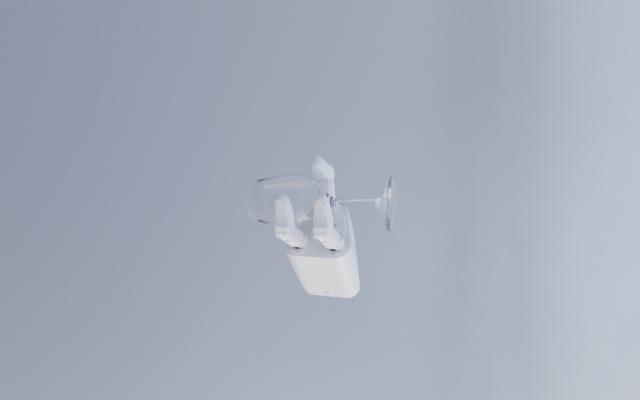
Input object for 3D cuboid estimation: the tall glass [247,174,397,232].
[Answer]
[{"bbox_3d":[0.001,0.002,0.666,0.201,0.079,0.079,2,0,20],"label":"tall glass"}]
